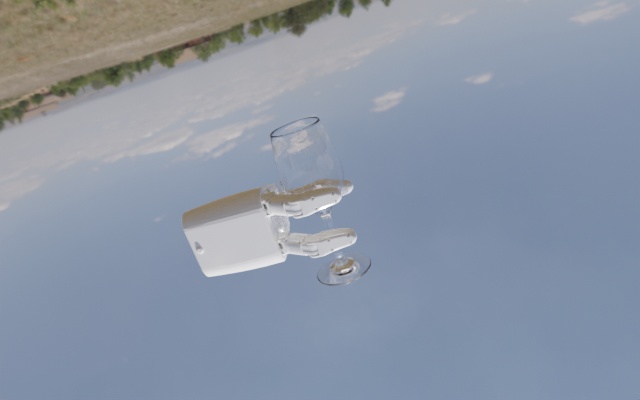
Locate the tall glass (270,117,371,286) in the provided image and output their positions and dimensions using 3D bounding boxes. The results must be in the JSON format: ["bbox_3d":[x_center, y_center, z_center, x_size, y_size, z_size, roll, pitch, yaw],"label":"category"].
[{"bbox_3d":[0.000,0.002,0.591,0.079,0.201,0.079,-16,21,6],"label":"tall glass"}]
